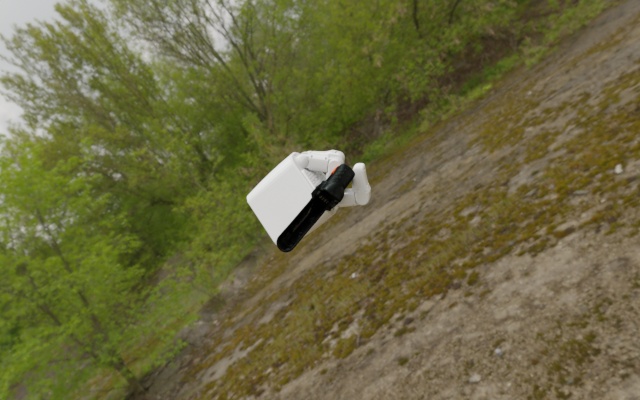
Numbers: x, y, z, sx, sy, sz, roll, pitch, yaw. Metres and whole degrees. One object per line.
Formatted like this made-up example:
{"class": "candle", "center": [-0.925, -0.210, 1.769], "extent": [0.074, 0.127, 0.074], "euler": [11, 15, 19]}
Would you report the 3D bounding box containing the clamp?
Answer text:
{"class": "clamp", "center": [0.000, 0.002, 0.636], "extent": [0.120, 0.039, 0.171], "euler": [-40, 3, 22]}
